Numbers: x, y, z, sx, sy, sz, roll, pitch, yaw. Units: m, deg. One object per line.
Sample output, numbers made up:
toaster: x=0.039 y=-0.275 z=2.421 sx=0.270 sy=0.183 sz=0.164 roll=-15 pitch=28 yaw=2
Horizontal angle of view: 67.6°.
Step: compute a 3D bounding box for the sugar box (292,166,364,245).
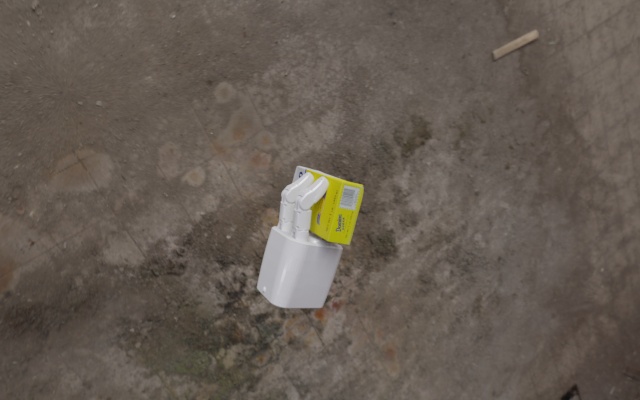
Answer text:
sugar box: x=0.000 y=0.003 z=0.771 sx=0.048 sy=0.093 sz=0.176 roll=12 pitch=5 yaw=-30
